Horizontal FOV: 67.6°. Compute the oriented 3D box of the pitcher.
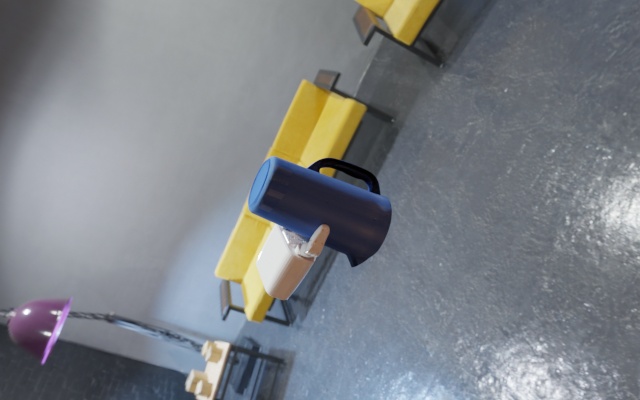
[{"bbox_3d":[0.000,0.003,0.874,0.243,0.145,0.149,23,25,-19],"label":"pitcher"}]
